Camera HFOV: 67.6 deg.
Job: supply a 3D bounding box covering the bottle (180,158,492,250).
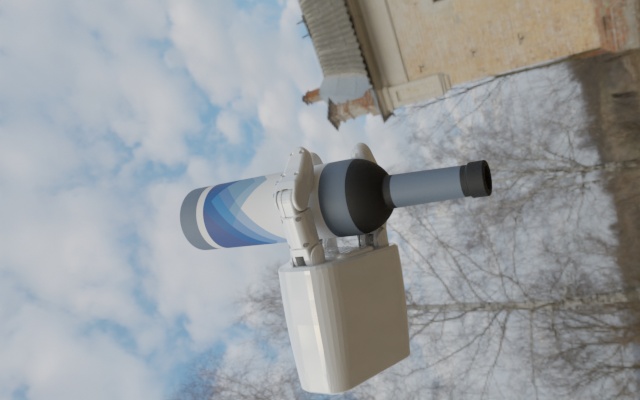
[{"bbox_3d":[0.000,0.001,0.431,0.296,0.069,0.069,-8,-4,31],"label":"bottle"}]
